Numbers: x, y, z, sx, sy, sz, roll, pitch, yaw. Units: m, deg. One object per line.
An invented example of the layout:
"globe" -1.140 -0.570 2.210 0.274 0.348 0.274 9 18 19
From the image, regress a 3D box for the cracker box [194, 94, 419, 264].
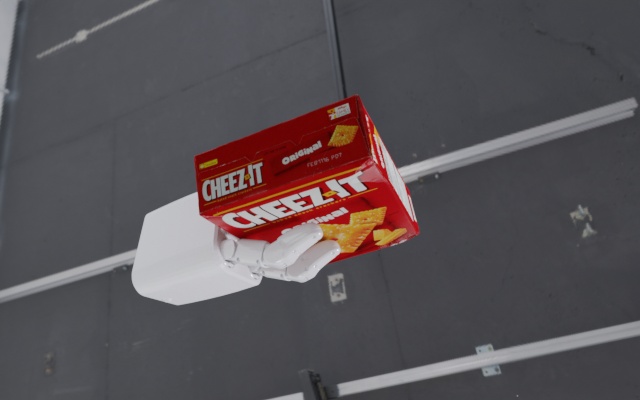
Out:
"cracker box" 0.000 0.002 0.495 0.164 0.072 0.214 -19 -27 15
